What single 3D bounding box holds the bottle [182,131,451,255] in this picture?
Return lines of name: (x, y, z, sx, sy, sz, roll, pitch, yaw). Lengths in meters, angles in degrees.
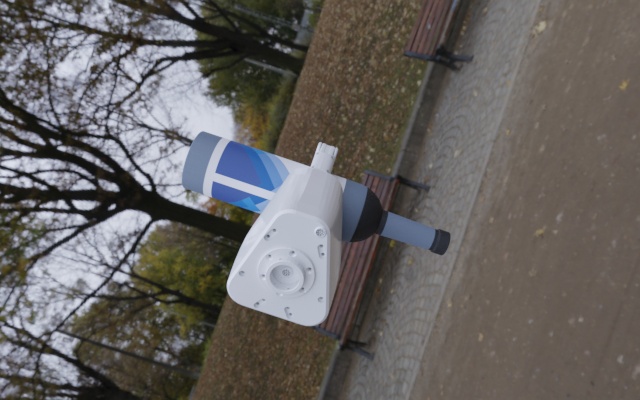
bottle: (0.000, 0.002, 0.529, 0.296, 0.069, 0.069, 19, -1, -1)
